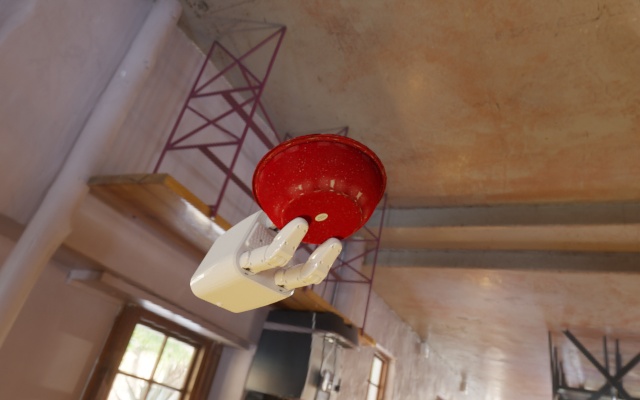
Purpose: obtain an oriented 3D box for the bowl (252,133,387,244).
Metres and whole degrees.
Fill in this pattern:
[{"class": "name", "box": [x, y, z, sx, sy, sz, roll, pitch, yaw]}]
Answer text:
[{"class": "bowl", "box": [0.001, 0.001, 0.553, 0.162, 0.055, 0.162, -2, -44, -2]}]
